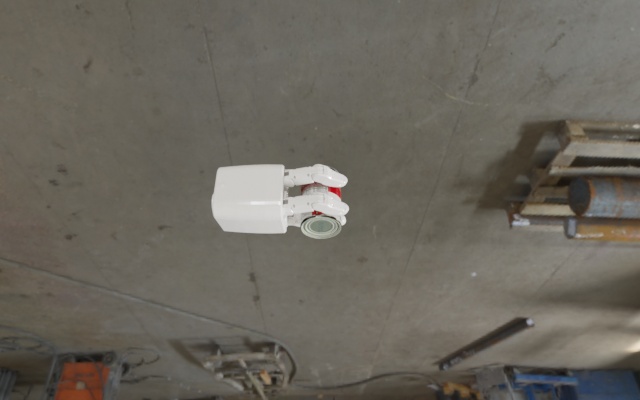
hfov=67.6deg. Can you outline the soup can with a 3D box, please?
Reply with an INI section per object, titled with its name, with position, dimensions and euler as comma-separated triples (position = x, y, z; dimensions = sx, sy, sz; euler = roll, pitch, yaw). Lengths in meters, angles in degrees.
[soup can]
position = 0.001, 0.003, 0.781
dimensions = 0.068, 0.102, 0.069
euler = 0, -36, 0
